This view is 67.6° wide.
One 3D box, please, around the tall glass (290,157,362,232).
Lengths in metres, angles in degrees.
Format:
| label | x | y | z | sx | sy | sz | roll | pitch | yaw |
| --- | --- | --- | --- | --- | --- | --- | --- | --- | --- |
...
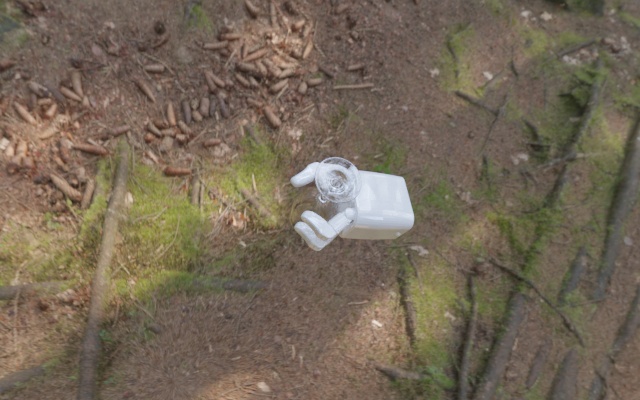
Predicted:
| label | x | y | z | sx | sy | sz | roll | pitch | yaw |
| --- | --- | --- | --- | --- | --- | --- | --- | --- | --- |
| tall glass | 0.000 | 0.002 | 0.803 | 0.079 | 0.079 | 0.201 | 0 | -20 | -17 |
